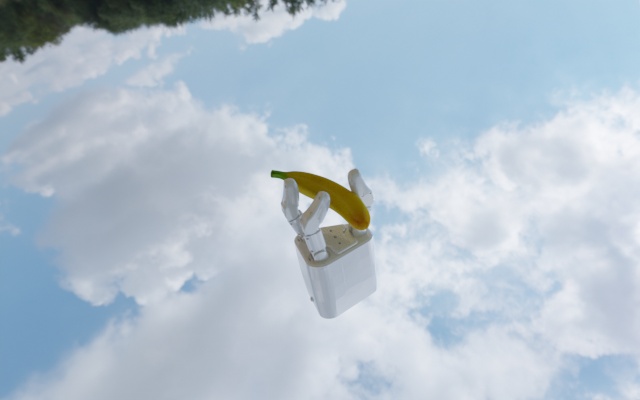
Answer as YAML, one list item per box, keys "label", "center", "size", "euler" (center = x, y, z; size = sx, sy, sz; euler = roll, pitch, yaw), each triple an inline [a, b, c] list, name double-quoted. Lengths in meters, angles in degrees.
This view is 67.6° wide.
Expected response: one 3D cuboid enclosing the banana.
- label: "banana"
  center: [0.012, -0.003, 0.685]
  size: [0.069, 0.037, 0.197]
  euler: [-16, 31, -40]
